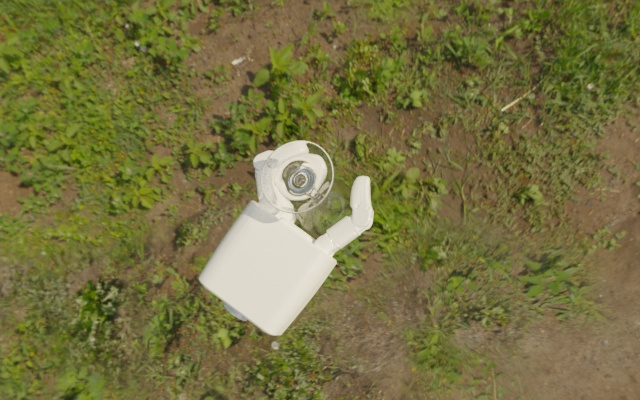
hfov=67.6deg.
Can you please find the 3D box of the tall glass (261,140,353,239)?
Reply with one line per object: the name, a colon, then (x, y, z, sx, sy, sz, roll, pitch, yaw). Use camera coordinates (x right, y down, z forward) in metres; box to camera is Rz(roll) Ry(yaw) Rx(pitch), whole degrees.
tall glass: (0.000, 0.002, 0.554, 0.079, 0.079, 0.201, 0, -14, 14)
